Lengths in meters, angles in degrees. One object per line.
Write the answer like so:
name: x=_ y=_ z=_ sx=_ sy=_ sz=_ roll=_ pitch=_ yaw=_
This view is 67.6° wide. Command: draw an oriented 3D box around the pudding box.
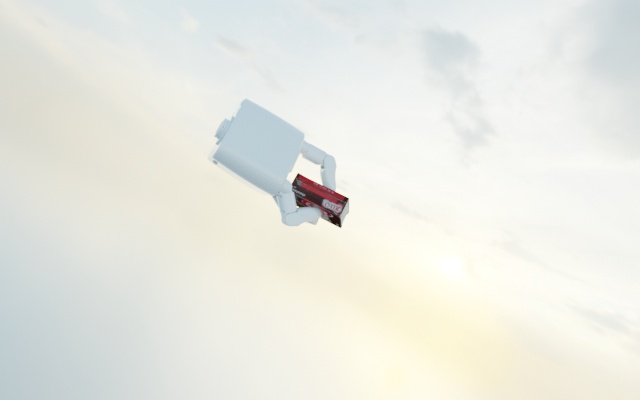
pudding box: x=0.000 y=0.002 z=0.761 sx=0.090 sy=0.039 sz=0.113 roll=28 pitch=-7 yaw=9
